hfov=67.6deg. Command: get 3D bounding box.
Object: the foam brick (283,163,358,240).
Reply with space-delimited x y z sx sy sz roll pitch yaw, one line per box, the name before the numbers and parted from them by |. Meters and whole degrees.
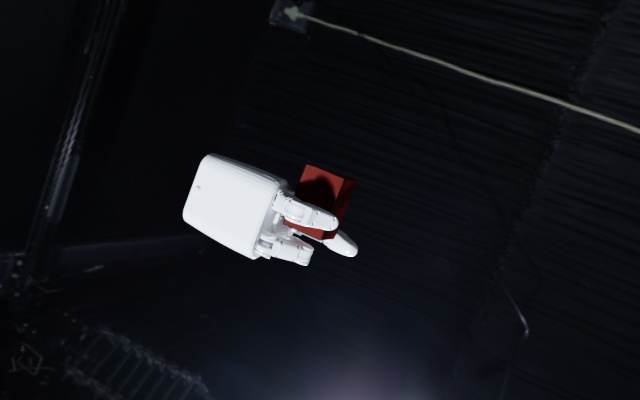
foam brick | 0.000 0.002 0.559 0.051 0.078 0.053 24 6 20
